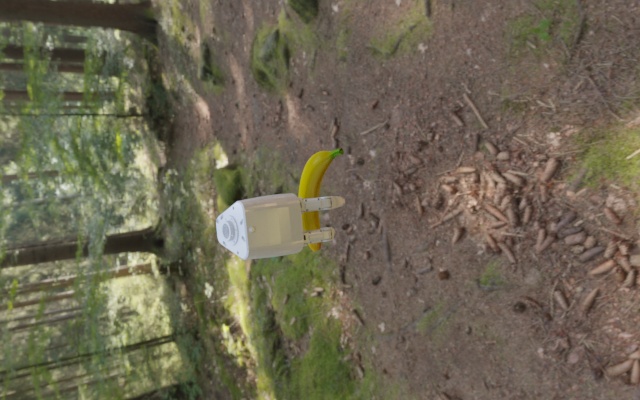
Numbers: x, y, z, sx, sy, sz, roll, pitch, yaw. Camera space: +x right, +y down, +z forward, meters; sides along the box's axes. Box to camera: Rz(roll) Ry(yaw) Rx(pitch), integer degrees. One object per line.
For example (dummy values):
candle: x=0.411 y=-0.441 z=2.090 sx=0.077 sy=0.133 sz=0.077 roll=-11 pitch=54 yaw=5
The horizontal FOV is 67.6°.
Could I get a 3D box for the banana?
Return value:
banana: x=-0.011 y=-0.007 z=0.864 sx=0.037 sy=0.198 sz=0.069 roll=-5 pitch=25 yaw=-42
